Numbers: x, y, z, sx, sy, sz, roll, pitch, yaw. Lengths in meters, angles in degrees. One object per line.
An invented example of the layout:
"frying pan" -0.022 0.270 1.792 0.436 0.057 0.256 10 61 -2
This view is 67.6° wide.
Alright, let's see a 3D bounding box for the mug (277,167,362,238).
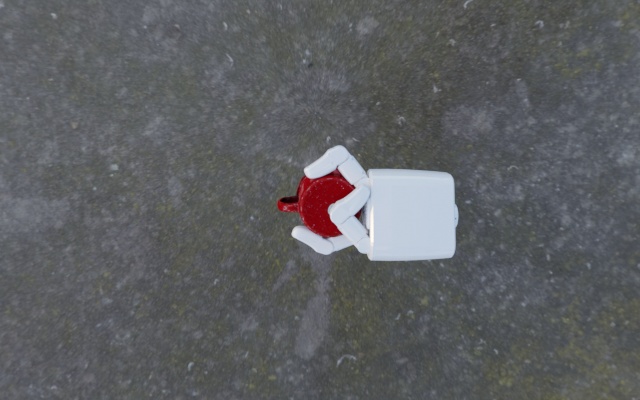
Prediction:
"mug" -0.001 0.002 0.644 0.117 0.093 0.081 -1 10 -1
